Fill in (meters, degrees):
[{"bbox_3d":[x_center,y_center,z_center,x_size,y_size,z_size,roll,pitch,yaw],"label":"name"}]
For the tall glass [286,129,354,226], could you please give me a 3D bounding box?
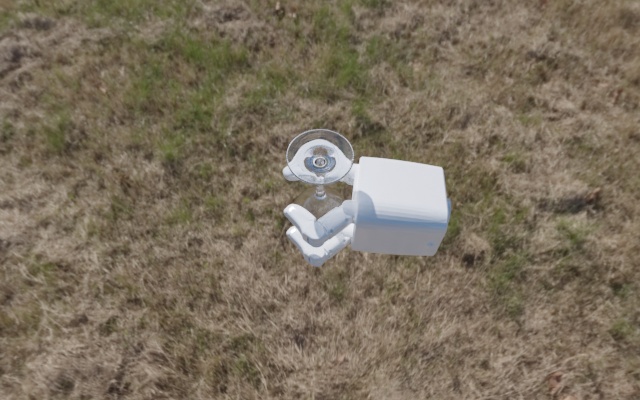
[{"bbox_3d":[0.000,0.002,0.603,0.079,0.079,0.201,0,-30,0],"label":"tall glass"}]
